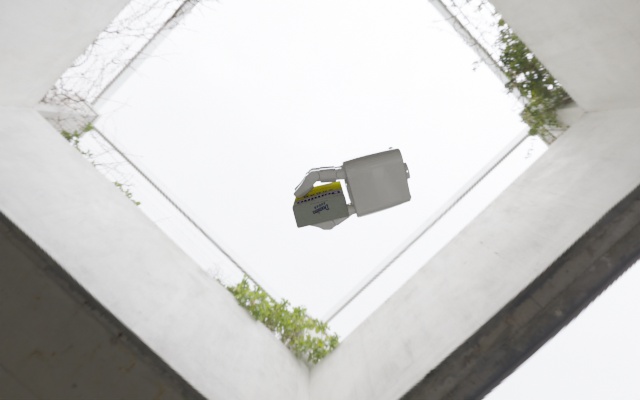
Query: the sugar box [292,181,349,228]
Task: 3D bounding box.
[{"bbox_3d":[0.000,0.002,0.880,0.093,0.048,0.176,-13,7,2],"label":"sugar box"}]
